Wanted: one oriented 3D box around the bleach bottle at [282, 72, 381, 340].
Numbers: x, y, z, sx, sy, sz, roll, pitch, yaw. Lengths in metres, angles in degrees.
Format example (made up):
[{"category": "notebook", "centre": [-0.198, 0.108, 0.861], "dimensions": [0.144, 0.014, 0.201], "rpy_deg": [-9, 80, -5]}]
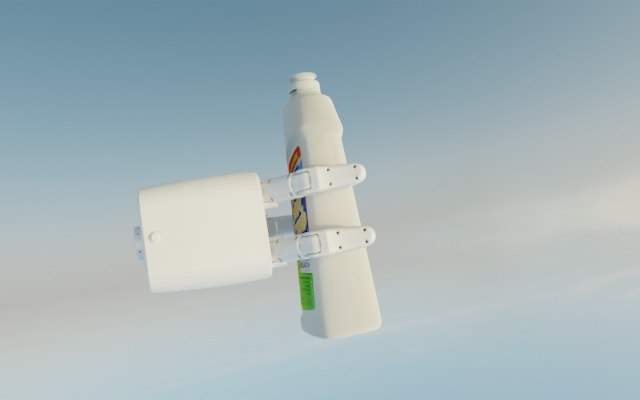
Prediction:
[{"category": "bleach bottle", "centre": [0.000, 0.002, 0.472], "dimensions": [0.068, 0.251, 0.102], "rpy_deg": [-8, -6, -15]}]
